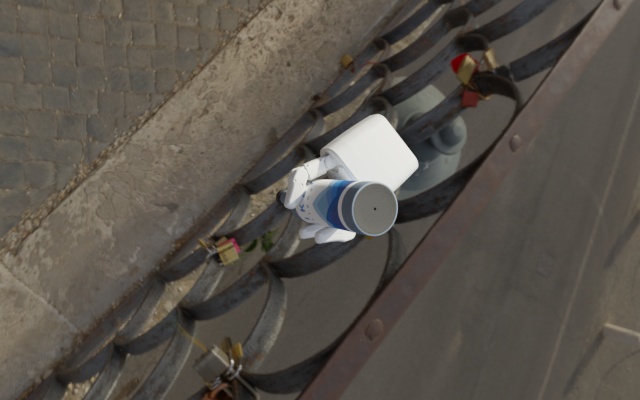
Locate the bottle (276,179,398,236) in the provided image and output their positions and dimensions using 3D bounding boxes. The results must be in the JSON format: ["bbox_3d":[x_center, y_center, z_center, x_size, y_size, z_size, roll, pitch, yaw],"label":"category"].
[{"bbox_3d":[0.000,0.002,0.703,0.069,0.069,0.295,0,3,-27],"label":"bottle"}]
